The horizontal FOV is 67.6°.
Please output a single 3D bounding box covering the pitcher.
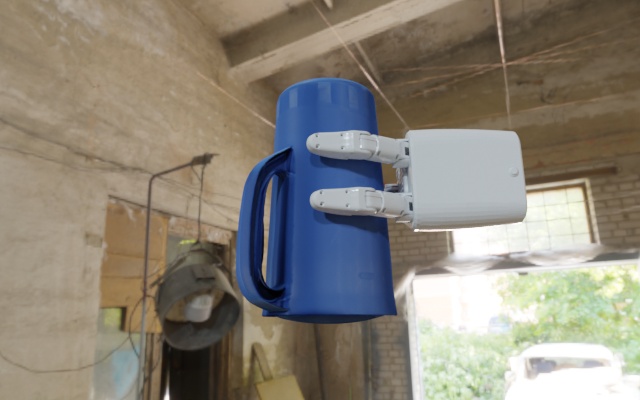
[{"bbox_3d":[0.000,0.002,0.490,0.145,0.242,0.149,-2,-14,2],"label":"pitcher"}]
